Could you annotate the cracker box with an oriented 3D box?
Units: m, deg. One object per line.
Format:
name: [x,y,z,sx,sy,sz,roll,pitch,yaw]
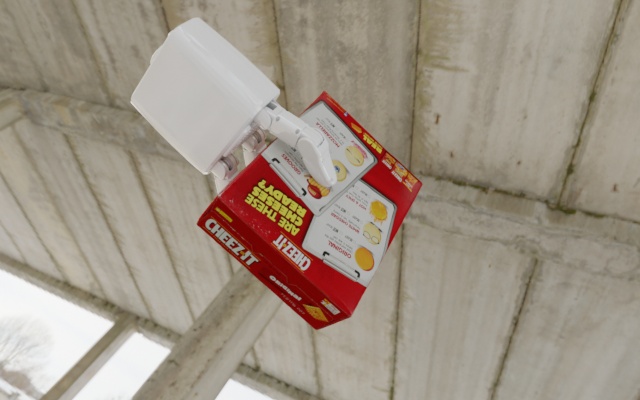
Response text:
cracker box: [0.000,0.001,0.513,0.072,0.164,0.213,-41,9,48]
